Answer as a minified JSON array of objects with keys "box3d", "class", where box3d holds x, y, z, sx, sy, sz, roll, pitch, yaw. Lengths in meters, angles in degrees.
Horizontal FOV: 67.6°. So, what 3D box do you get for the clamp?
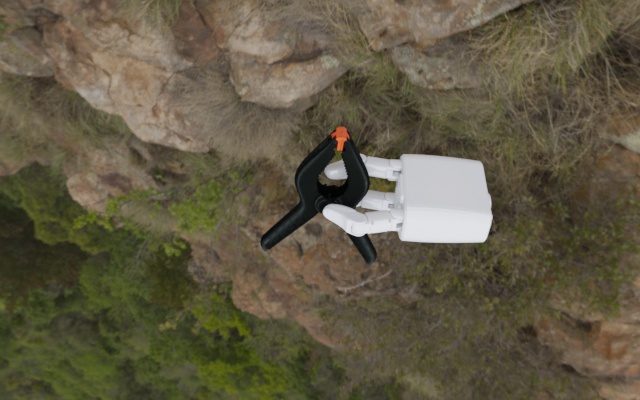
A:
[{"box3d":[0.000,0.002,0.622,0.164,0.210,0.036,2,37,0],"class":"clamp"}]
